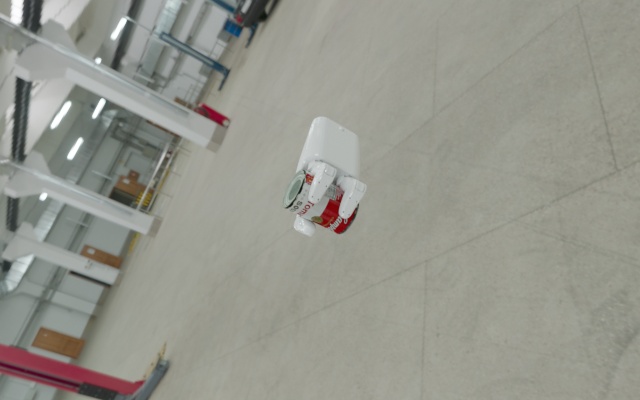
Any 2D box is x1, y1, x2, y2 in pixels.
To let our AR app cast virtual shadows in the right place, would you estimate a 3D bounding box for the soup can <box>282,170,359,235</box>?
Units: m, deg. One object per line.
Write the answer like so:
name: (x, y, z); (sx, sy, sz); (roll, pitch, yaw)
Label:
soup can: (0.000, 0.003, 0.748); (0.102, 0.068, 0.068); (27, -10, -21)
